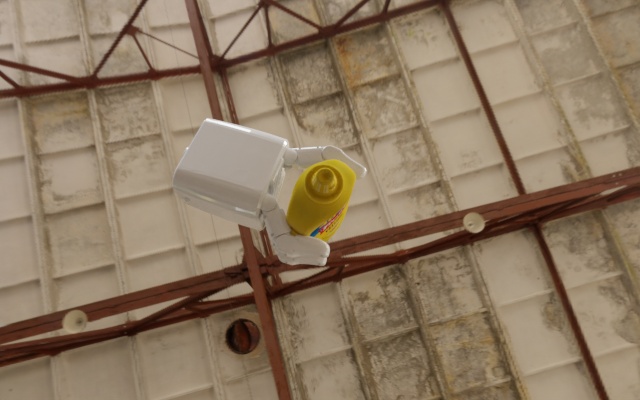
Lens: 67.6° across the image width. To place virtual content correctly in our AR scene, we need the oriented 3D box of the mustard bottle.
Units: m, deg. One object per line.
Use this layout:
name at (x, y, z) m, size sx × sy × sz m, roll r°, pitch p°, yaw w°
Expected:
mustard bottle at (0.000, 0.002, 0.559) m, size 0.058 × 0.096 × 0.192 m, roll 41°, pitch -14°, yaw 9°
